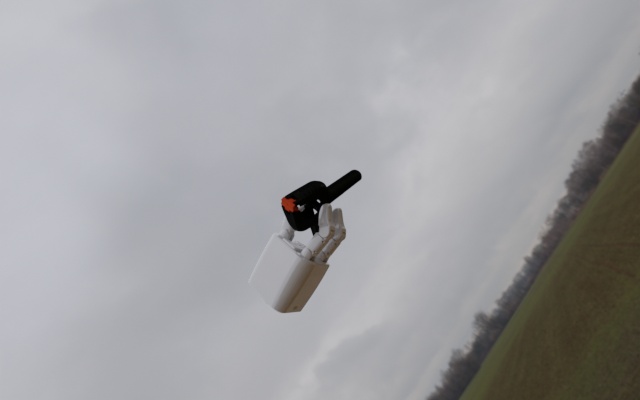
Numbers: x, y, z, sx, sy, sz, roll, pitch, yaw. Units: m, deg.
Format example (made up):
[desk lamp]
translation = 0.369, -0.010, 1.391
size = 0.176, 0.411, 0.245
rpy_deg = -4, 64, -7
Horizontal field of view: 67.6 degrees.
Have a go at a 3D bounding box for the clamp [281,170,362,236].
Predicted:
[clamp]
translation = -0.001, 0.003, 0.847
size = 0.036, 0.164, 0.210
rpy_deg = 31, 5, 25
